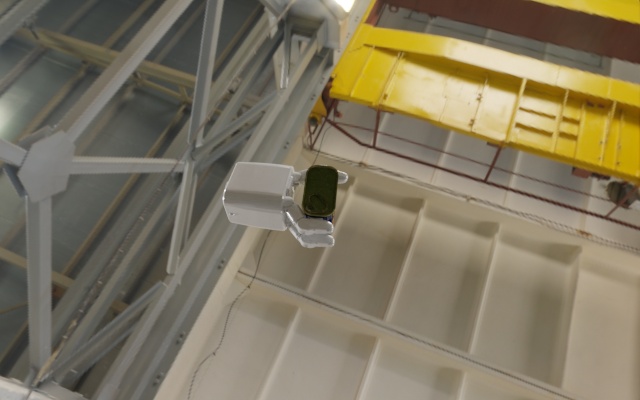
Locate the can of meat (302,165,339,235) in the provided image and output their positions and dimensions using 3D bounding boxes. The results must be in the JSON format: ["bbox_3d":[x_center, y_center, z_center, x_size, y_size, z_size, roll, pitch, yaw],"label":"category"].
[{"bbox_3d":[0.000,0.003,0.849,0.057,0.102,0.084,5,-31,3],"label":"can of meat"}]
